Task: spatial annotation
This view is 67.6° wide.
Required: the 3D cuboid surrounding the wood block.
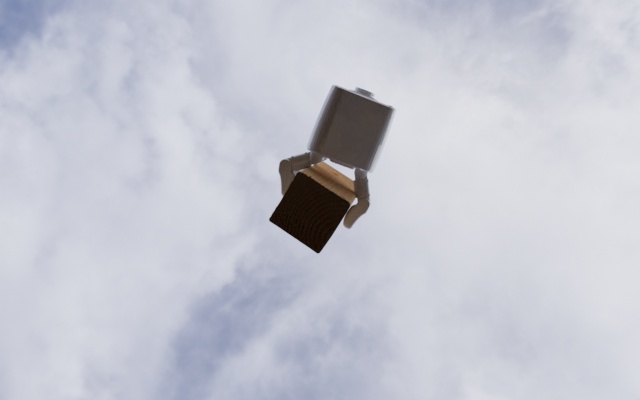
[{"bbox_3d":[0.001,0.002,0.774,0.091,0.090,0.206,33,12,3],"label":"wood block"}]
